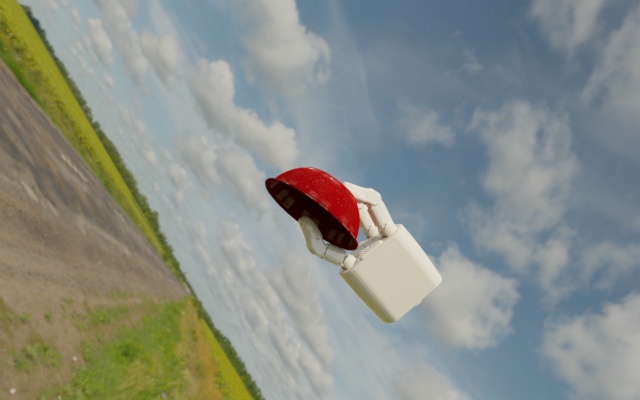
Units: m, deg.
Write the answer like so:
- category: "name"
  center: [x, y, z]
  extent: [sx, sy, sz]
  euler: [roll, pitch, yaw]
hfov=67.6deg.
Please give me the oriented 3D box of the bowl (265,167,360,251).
- category: "bowl"
  center: [-0.001, 0.001, 0.683]
  extent: [0.162, 0.055, 0.162]
  euler: [33, -16, 11]
